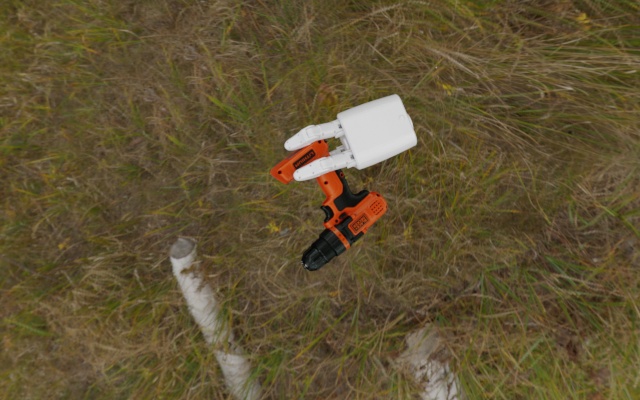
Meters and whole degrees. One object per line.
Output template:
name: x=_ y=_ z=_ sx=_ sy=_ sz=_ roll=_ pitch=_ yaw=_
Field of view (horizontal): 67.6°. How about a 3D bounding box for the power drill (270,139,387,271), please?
power drill: x=0.000 y=0.002 z=0.811 sx=0.184 sy=0.188 sz=0.057 roll=-41 pitch=15 yaw=-14
